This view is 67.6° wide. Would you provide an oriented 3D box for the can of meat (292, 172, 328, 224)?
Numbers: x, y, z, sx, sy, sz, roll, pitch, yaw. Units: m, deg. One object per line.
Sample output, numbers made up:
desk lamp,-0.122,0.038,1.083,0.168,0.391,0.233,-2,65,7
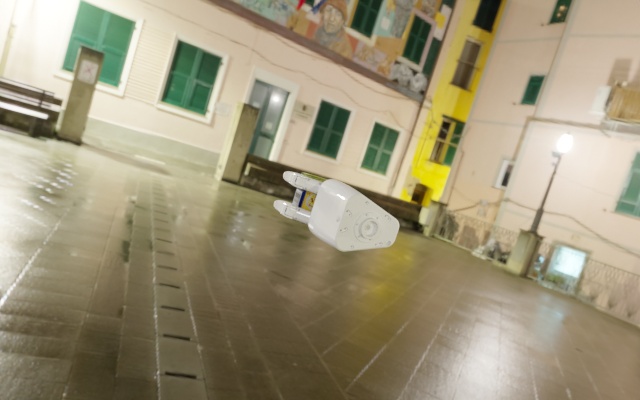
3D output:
can of meat,0.000,0.003,0.865,0.102,0.084,0.057,16,7,-21
